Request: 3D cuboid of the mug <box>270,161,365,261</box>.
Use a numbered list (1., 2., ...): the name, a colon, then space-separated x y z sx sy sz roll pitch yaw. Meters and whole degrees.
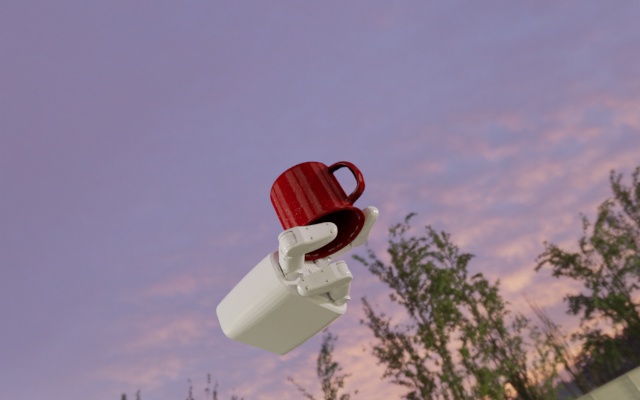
1. mug: 0.001 0.001 0.546 0.117 0.081 0.093 -43 -36 20
